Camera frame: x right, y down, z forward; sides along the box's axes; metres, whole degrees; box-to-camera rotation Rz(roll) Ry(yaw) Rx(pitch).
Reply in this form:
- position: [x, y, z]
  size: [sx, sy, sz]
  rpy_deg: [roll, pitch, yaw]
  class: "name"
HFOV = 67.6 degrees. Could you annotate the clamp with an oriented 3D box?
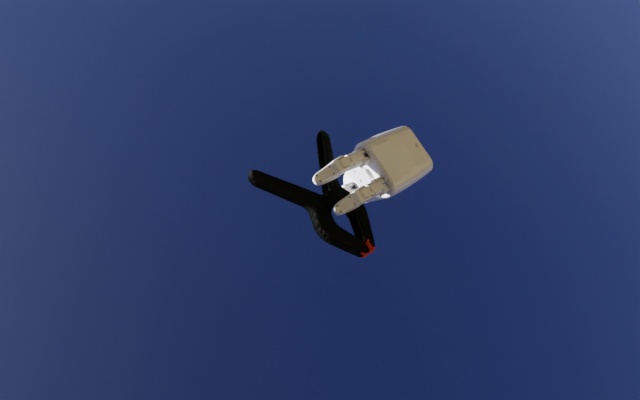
- position: [0.000, 0.003, 0.720]
  size: [0.164, 0.210, 0.036]
  rpy_deg: [-27, -11, -34]
  class: "clamp"
